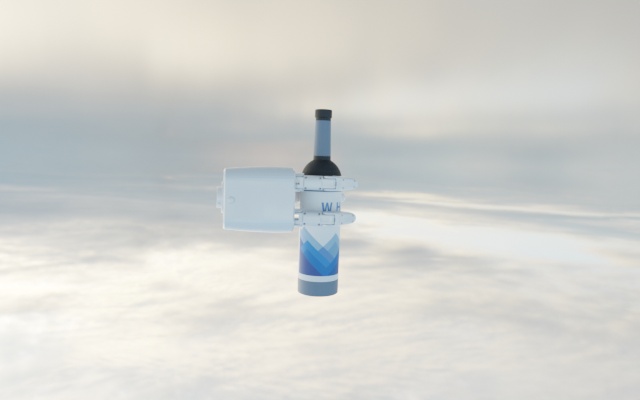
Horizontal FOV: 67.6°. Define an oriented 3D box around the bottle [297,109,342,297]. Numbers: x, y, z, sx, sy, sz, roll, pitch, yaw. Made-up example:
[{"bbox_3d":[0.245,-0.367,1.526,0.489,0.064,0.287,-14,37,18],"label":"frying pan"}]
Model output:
[{"bbox_3d":[0.000,0.003,0.771,0.069,0.296,0.069,2,5,0],"label":"bottle"}]
